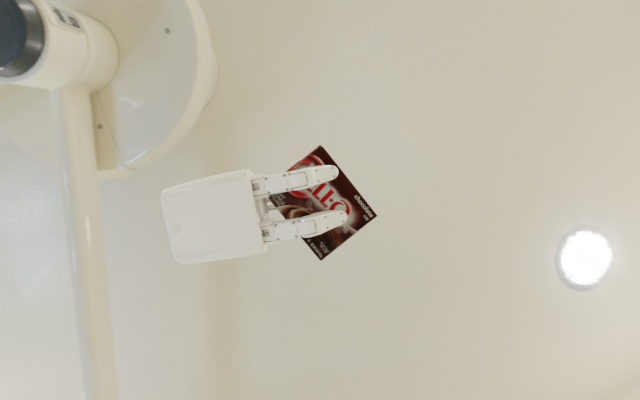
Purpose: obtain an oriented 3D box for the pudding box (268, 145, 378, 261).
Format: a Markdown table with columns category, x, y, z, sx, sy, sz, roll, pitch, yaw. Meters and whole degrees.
| category | x | y | z | sx | sy | sz | roll | pitch | yaw |
| --- | --- | --- | --- | --- | --- | --- | --- | --- | --- |
| pudding box | 0.000 | 0.002 | 0.588 | 0.090 | 0.113 | 0.039 | -39 | 7 | 4 |
